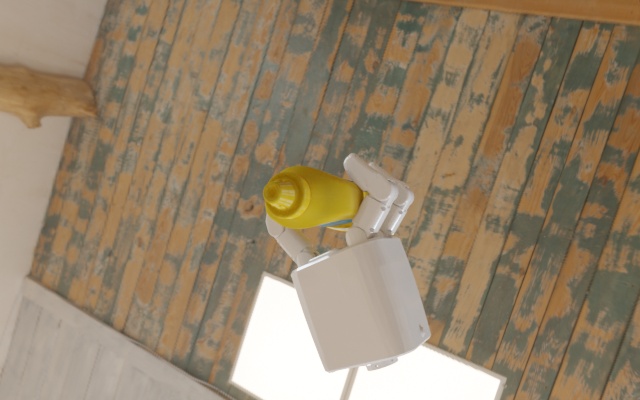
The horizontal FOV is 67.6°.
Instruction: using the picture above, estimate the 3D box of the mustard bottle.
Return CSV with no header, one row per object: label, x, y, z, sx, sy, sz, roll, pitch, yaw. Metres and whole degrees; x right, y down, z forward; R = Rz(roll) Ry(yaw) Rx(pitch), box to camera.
mustard bottle,0.000,0.001,0.480,0.096,0.058,0.191,2,-3,25
